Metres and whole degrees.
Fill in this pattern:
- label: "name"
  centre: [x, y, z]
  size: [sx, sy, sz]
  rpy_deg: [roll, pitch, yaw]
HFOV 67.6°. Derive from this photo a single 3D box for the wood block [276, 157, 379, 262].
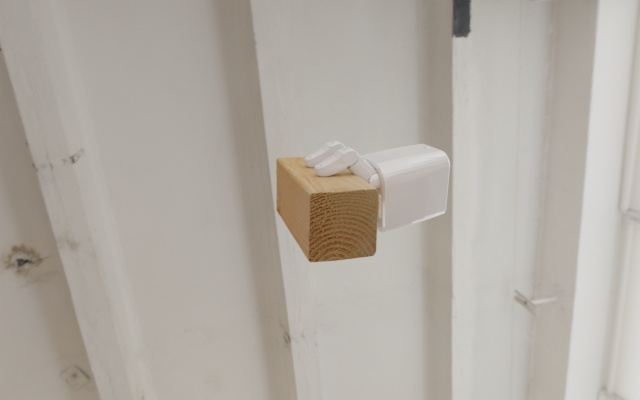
- label: "wood block"
  centre: [0.000, 0.002, 0.673]
  size: [0.090, 0.091, 0.206]
  rpy_deg: [-4, 17, -15]
